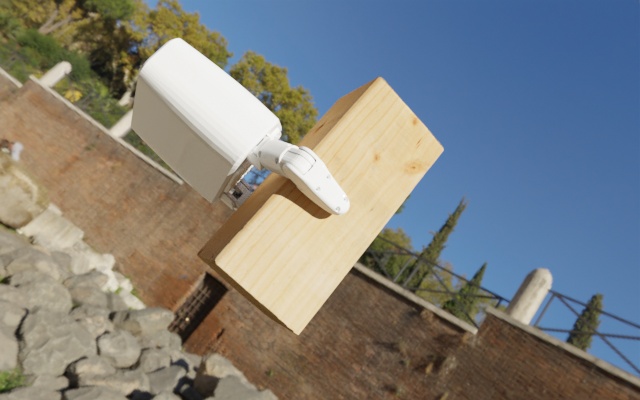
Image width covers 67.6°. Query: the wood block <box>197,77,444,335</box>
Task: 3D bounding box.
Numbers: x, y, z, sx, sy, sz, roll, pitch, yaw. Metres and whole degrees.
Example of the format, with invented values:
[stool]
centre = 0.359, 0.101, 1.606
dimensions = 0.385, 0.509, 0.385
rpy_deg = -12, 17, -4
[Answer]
[wood block]
centre = 0.000, 0.001, 0.422
dimensions = 0.090, 0.206, 0.091
rpy_deg = 45, -17, -15
